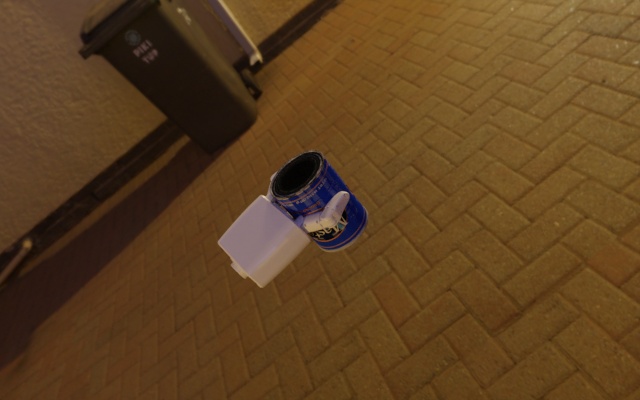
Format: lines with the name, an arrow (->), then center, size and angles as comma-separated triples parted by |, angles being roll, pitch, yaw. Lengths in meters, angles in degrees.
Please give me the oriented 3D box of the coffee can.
coffee can -> 0.000, 0.003, 0.777 | 0.103, 0.102, 0.140 | 0, -40, 45
